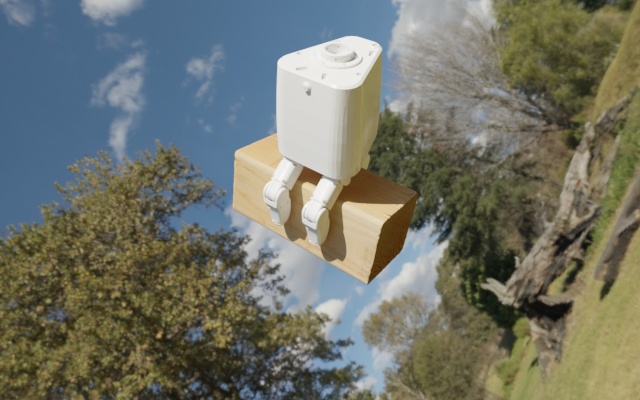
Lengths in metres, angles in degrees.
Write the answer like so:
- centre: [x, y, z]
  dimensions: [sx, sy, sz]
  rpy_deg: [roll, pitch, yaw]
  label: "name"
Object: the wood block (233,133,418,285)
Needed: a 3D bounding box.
- centre: [0.000, 0.001, 0.584]
  dimensions: [0.206, 0.090, 0.090]
  rpy_deg: [27, 37, 26]
  label: "wood block"
